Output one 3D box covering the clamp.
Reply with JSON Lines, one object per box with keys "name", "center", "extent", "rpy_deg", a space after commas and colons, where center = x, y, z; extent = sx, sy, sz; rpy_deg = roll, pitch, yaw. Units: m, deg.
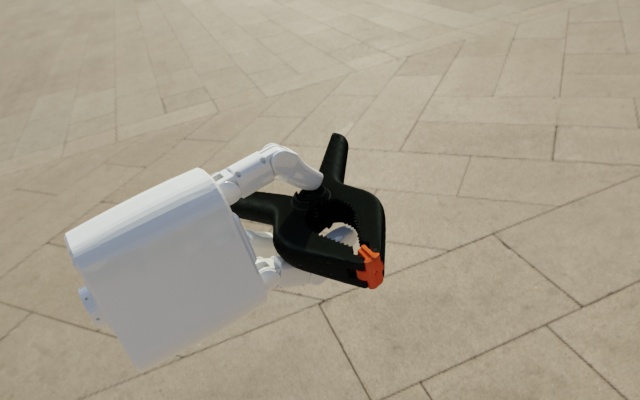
{"name": "clamp", "center": [0.000, 0.001, 0.419], "extent": [0.164, 0.036, 0.210], "rpy_deg": [-29, 37, -21]}
